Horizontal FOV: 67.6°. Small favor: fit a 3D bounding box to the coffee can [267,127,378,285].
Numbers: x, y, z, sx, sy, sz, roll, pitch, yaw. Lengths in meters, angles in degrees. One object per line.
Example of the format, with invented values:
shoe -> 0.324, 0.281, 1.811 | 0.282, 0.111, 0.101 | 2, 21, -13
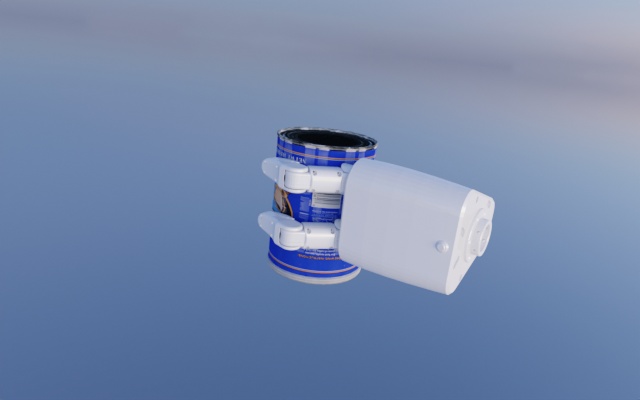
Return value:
coffee can -> 0.000, 0.002, 0.501 | 0.103, 0.140, 0.102 | 6, 18, -2
